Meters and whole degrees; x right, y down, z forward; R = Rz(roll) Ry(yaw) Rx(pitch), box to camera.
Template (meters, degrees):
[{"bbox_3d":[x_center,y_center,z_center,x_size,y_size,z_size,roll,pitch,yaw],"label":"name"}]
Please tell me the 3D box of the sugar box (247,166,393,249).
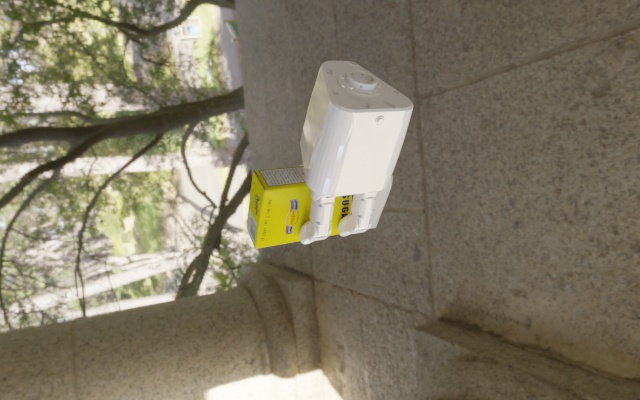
[{"bbox_3d":[0.000,0.002,0.595,0.176,0.093,0.048,-7,42,-25],"label":"sugar box"}]
